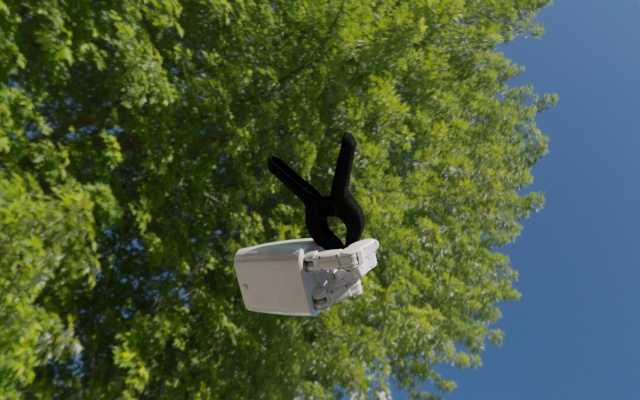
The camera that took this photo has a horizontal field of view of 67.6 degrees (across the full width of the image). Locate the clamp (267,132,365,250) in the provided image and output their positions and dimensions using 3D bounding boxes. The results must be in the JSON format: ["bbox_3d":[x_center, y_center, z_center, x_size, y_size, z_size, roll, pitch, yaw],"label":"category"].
[{"bbox_3d":[0.000,0.002,0.622,0.120,0.171,0.039,-4,16,25],"label":"clamp"}]
